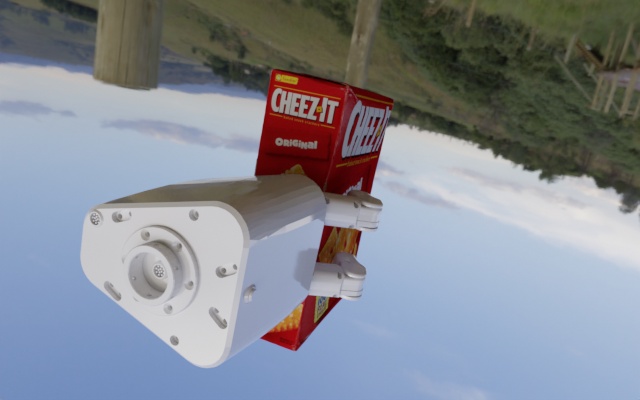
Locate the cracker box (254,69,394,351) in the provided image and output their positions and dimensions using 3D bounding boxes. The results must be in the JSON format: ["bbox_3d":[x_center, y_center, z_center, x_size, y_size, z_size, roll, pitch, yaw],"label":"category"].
[{"bbox_3d":[0.000,0.002,0.438,0.072,0.214,0.164,16,13,17],"label":"cracker box"}]
